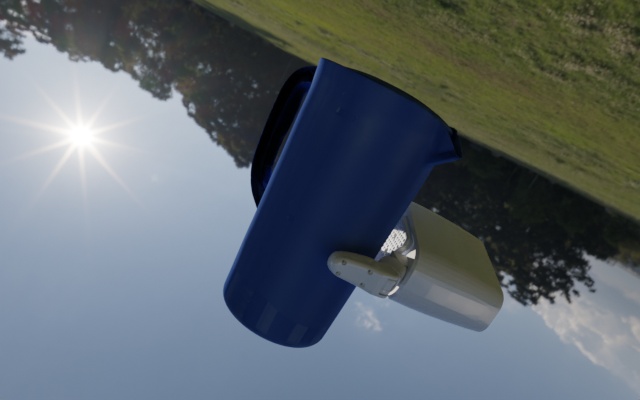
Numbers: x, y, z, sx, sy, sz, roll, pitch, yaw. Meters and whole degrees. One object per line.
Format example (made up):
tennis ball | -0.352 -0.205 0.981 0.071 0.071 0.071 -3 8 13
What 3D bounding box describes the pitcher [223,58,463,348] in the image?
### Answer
pitcher | 0.000 0.002 0.440 0.145 0.243 0.149 25 13 -15
